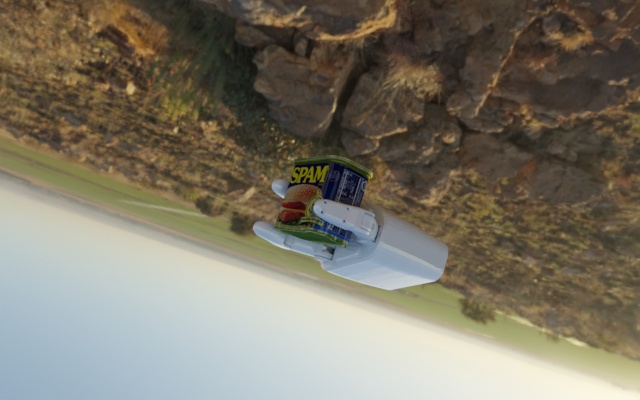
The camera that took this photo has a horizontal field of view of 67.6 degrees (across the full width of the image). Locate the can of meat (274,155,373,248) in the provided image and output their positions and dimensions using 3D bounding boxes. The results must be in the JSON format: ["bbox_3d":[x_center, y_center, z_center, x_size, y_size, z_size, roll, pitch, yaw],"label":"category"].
[{"bbox_3d":[0.000,0.002,0.523,0.057,0.084,0.102,25,-13,-33],"label":"can of meat"}]
